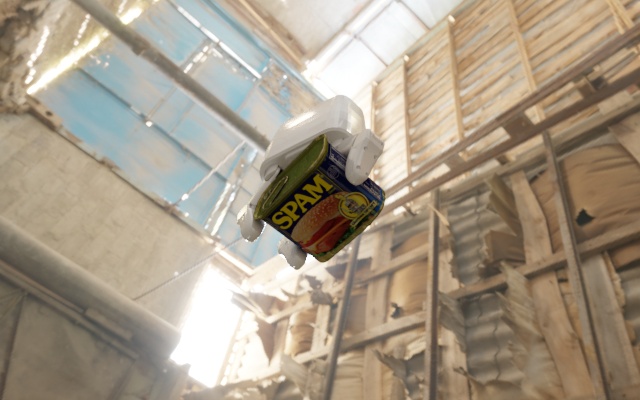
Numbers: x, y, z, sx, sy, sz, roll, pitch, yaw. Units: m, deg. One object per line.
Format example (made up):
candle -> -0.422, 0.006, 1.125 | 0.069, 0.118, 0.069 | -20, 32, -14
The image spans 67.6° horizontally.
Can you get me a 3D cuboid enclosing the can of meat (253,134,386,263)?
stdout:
can of meat -> 0.000, 0.002, 0.462 | 0.084, 0.102, 0.057 | 38, 26, -19
